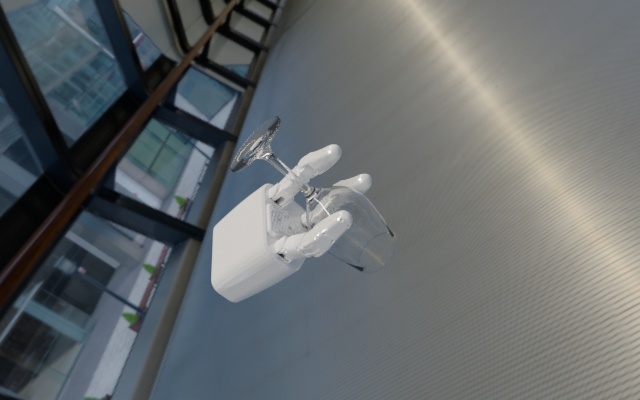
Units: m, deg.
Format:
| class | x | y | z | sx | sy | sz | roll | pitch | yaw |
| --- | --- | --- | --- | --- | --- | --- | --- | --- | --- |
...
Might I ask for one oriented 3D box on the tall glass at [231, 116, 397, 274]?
| class | x | y | z | sx | sy | sz | roll | pitch | yaw |
| --- | --- | --- | --- | --- | --- | --- | --- | --- | --- |
| tall glass | 0.000 | 0.001 | 0.532 | 0.201 | 0.079 | 0.079 | 41 | -20 | -24 |
